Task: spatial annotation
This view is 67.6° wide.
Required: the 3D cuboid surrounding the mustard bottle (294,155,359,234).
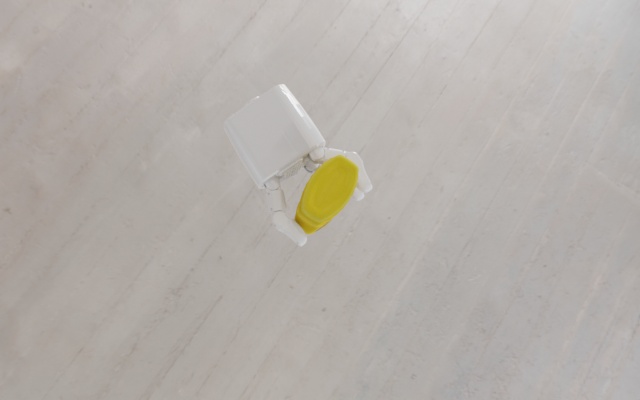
[{"bbox_3d":[0.000,0.002,0.691,0.058,0.096,0.192,33,-13,0],"label":"mustard bottle"}]
